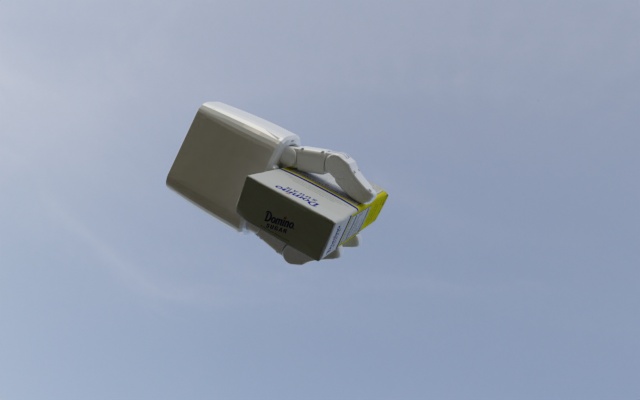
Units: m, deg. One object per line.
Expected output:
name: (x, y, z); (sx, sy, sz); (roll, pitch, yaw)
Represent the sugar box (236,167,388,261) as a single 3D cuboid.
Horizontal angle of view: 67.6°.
sugar box: (0.000, 0.002, 0.485); (0.093, 0.048, 0.176); (28, 21, 17)
